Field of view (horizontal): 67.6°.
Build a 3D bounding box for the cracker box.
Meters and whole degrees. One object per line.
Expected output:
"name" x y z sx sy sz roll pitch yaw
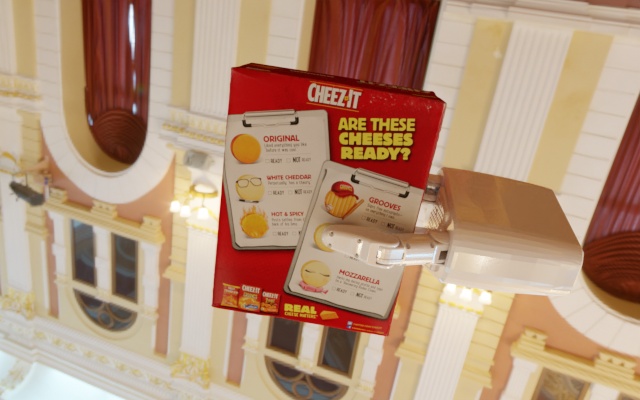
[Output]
"cracker box" 0.000 0.002 0.417 0.164 0.214 0.072 9 21 1
